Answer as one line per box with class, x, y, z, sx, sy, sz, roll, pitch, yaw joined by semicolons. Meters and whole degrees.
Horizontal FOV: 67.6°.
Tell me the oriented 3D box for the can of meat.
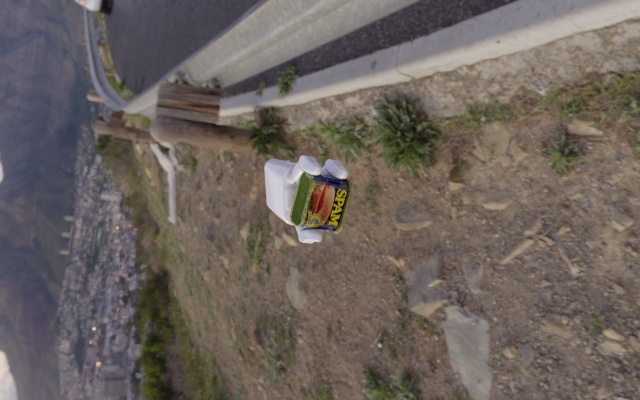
can of meat;0.000;0.003;0.853;0.084;0.102;0.057;9;14;-29
